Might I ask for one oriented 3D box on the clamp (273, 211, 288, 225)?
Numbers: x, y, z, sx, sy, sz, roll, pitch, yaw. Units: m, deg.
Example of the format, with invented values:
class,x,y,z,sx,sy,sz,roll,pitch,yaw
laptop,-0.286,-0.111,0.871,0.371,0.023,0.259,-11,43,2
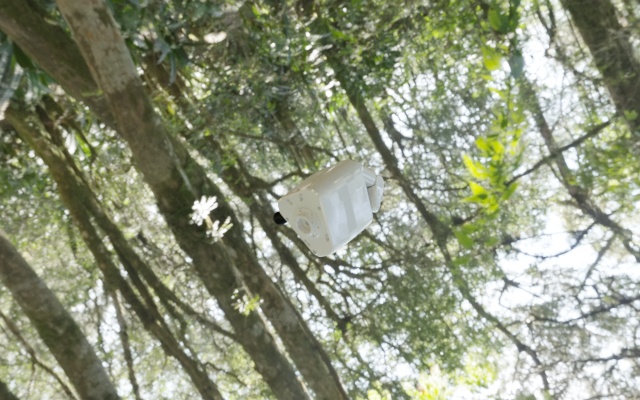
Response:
class,x,y,z,sx,sy,sz,roll,pitch,yaw
clamp,0.001,0.003,0.829,0.171,0.039,0.120,-20,11,45
